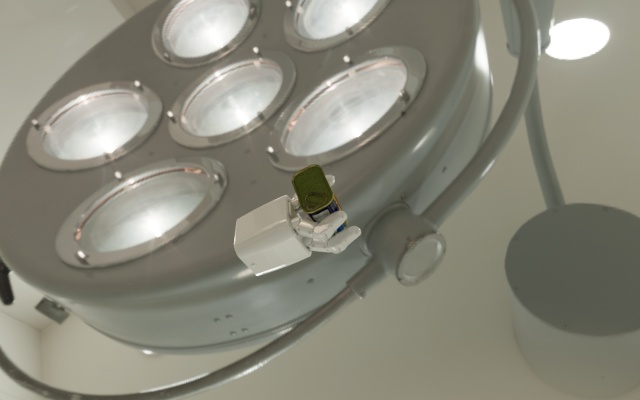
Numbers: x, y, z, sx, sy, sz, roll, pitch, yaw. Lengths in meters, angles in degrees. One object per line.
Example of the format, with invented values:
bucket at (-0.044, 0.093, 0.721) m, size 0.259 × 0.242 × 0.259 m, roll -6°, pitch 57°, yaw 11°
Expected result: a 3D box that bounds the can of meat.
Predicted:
can of meat at (0.000, 0.003, 0.822) m, size 0.057 × 0.102 × 0.084 m, roll -27°, pitch -44°, yaw 4°
